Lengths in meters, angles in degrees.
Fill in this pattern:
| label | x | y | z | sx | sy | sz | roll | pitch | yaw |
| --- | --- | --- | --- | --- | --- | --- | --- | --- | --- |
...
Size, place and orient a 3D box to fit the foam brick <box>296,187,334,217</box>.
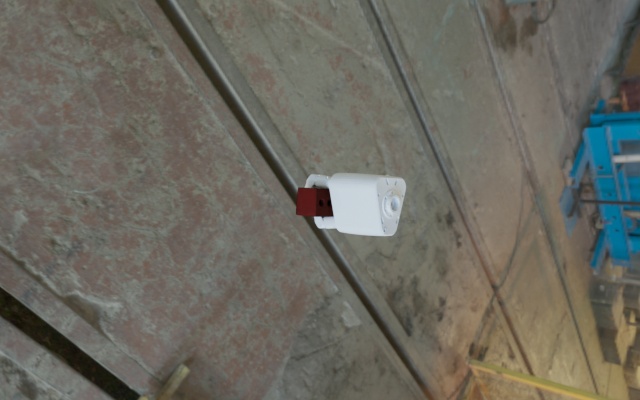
| label | x | y | z | sx | sy | sz | roll | pitch | yaw |
| --- | --- | --- | --- | --- | --- | --- | --- | --- | --- |
| foam brick | 0.000 | 0.003 | 0.894 | 0.051 | 0.053 | 0.078 | 5 | 3 | 44 |
